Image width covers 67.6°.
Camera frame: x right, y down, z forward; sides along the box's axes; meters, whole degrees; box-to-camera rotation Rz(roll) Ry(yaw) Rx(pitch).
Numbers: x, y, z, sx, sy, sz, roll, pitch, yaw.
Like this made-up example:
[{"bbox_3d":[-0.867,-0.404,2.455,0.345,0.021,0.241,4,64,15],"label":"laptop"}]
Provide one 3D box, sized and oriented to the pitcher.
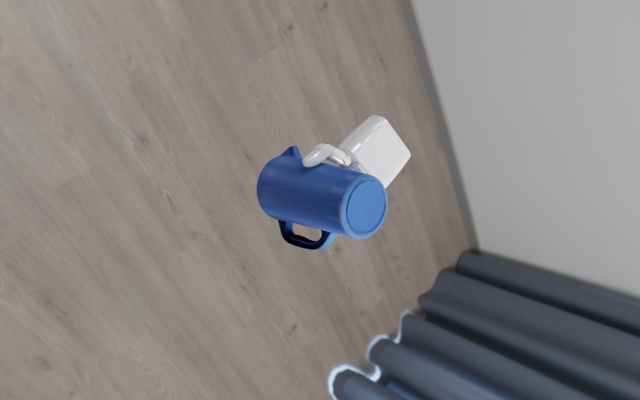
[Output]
[{"bbox_3d":[0.000,0.003,0.866,0.145,0.149,0.243,-48,35,-21],"label":"pitcher"}]
